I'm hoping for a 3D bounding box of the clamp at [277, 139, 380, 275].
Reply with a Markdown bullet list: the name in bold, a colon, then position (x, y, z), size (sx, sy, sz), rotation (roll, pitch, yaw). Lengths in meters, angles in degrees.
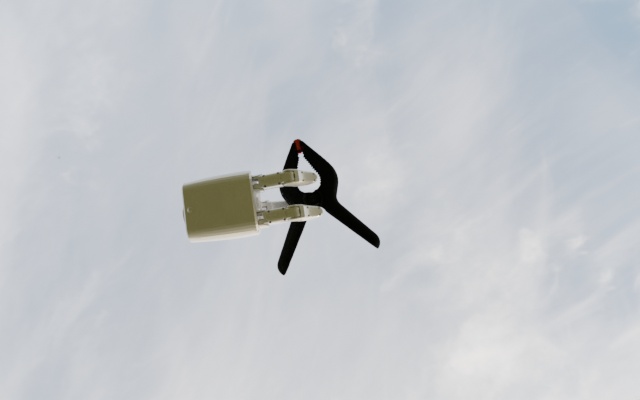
- **clamp**: position (0.000, 0.002, 0.759), size (0.164, 0.210, 0.036), rotation (-9, -9, -2)
